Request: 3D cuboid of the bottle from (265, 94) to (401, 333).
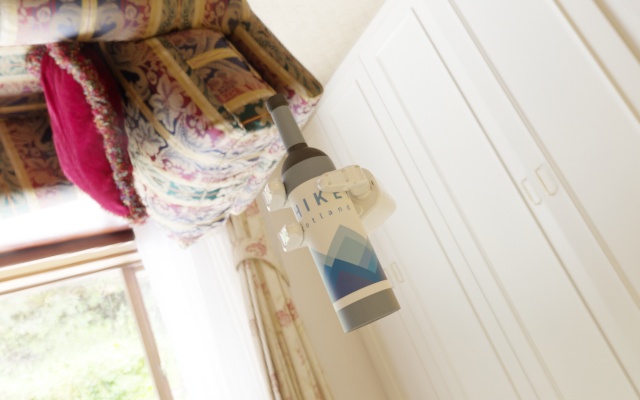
[{"bbox_3d":[0.000,0.002,0.559,0.069,0.295,0.069,-22,-17,-7],"label":"bottle"}]
